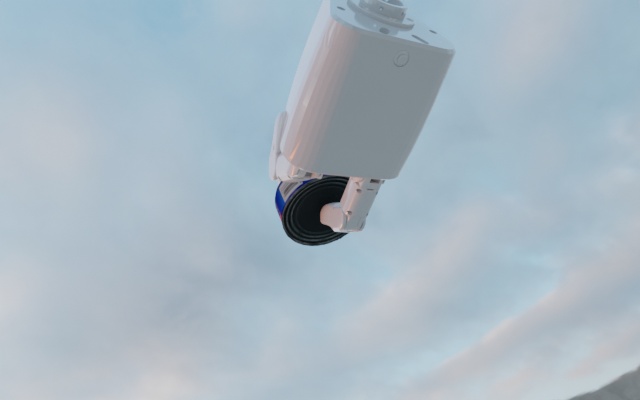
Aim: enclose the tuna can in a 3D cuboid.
[{"bbox_3d":[0.000,0.001,0.461,0.086,0.086,0.033,0,38,-24],"label":"tuna can"}]
